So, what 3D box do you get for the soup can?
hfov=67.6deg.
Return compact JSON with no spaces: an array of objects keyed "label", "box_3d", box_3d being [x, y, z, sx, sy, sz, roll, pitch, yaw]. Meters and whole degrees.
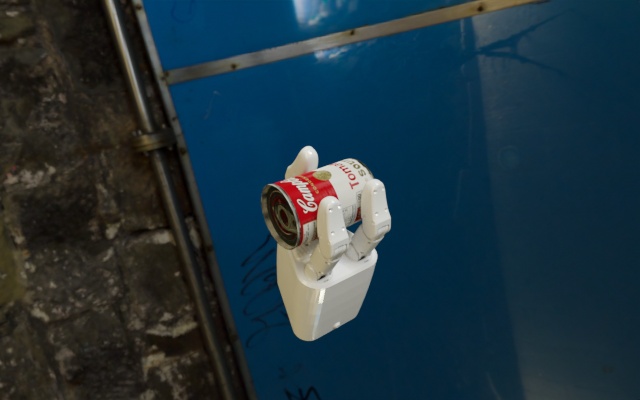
[{"label":"soup can","box_3d":[0.000,0.001,0.490,0.102,0.068,0.068,-21,11,-30]}]
